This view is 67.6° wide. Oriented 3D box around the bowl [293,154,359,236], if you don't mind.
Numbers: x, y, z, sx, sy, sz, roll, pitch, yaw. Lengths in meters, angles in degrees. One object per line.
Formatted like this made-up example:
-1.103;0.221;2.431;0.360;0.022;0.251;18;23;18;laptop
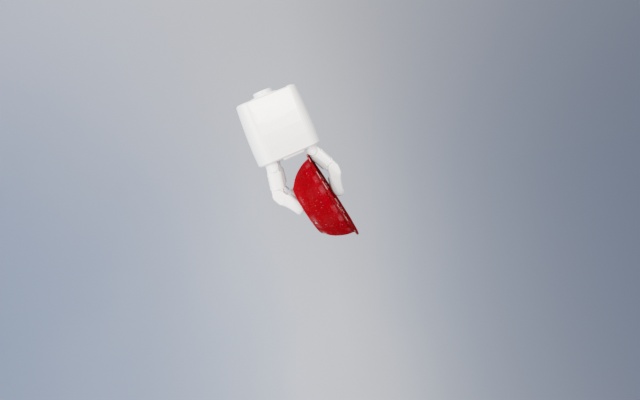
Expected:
0.000;0.004;0.812;0.055;0.162;0.162;-33;-3;4;bowl
